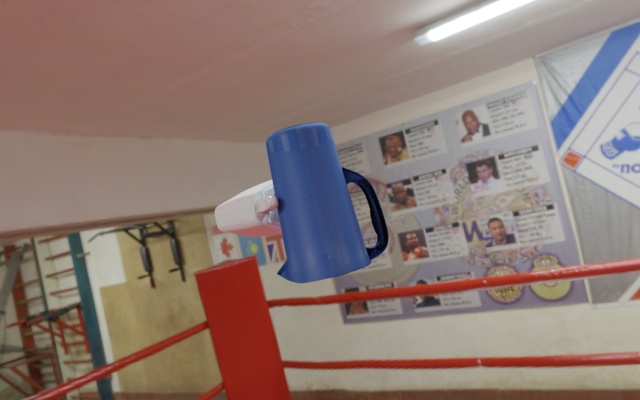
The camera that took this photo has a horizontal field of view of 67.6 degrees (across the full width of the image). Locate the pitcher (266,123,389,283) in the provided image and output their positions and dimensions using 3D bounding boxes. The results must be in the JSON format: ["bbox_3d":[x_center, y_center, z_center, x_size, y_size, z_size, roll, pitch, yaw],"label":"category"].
[{"bbox_3d":[0.000,0.003,0.769,0.145,0.243,0.149,-15,-3,39],"label":"pitcher"}]
